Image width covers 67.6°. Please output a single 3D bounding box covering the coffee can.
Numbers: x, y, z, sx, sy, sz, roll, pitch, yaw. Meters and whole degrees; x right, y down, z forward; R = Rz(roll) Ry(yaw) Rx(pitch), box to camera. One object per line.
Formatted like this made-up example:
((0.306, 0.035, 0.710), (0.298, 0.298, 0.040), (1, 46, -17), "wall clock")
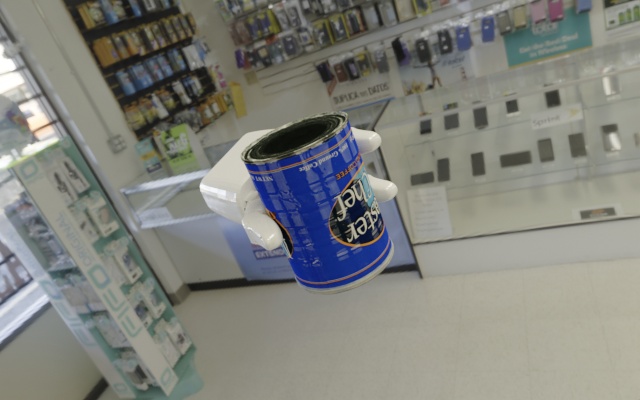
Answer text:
((0.000, 0.002, 0.449), (0.103, 0.140, 0.102), (-18, 23, 8), "coffee can")
